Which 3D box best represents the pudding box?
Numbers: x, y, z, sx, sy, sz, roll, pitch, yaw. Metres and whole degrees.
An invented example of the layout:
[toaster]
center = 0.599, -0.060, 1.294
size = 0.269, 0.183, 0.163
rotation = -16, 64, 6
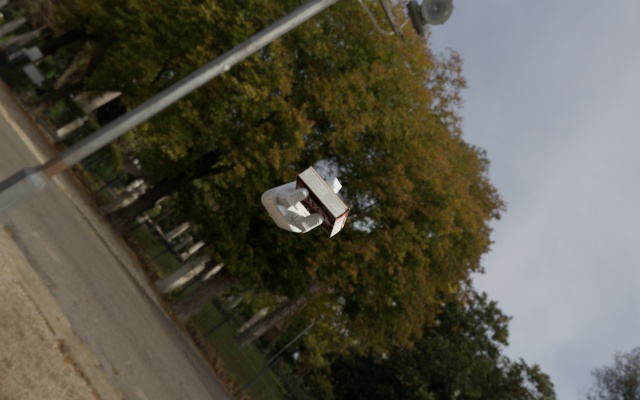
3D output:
[pudding box]
center = 0.000, 0.003, 0.883
size = 0.039, 0.113, 0.090
rotation = -38, -16, -19
